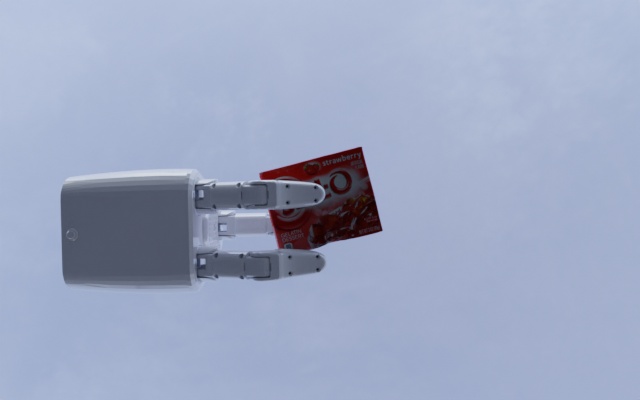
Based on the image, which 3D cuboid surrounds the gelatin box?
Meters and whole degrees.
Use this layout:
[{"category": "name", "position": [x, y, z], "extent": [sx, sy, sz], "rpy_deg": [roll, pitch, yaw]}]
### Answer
[{"category": "gelatin box", "position": [0.000, 0.001, 0.401], "extent": [0.089, 0.073, 0.030], "rpy_deg": [-14, 0, -5]}]
